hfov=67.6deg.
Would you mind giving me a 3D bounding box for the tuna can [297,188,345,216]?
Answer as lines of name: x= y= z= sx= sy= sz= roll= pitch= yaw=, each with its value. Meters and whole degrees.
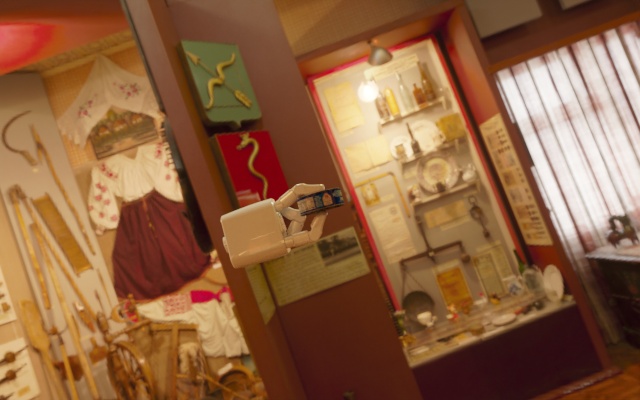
tuna can: x=0.000 y=0.002 z=0.894 sx=0.086 sy=0.034 sz=0.086 roll=-15 pitch=-4 yaw=-1
